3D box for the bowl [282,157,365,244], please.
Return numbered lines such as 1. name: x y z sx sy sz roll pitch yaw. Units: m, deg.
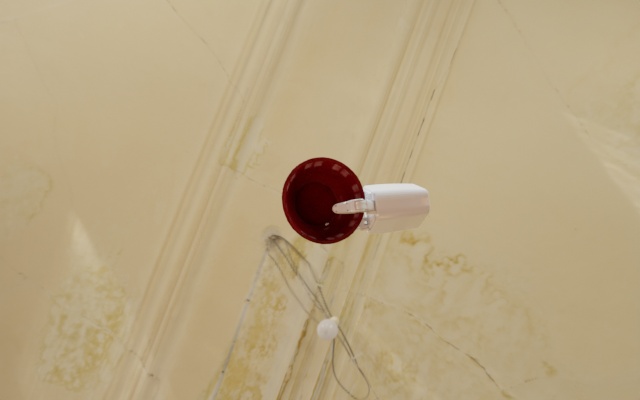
1. bowl: -0.001 0.003 0.898 0.162 0.162 0.055 0 -8 -18
